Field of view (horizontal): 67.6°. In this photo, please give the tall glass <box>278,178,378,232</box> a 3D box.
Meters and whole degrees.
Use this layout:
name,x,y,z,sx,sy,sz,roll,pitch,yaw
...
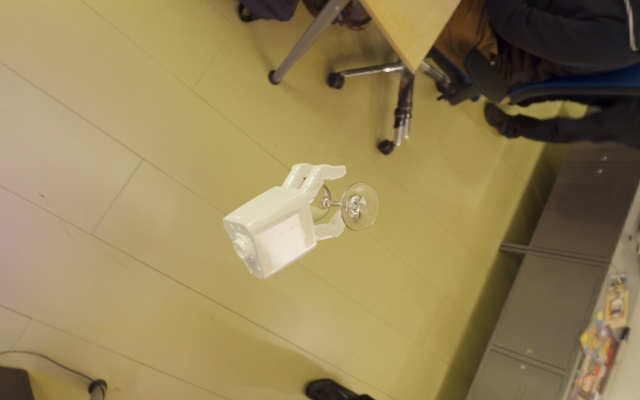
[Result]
name,x,y,z,sx,sy,sz,roll,pitch,yaw
tall glass,0.001,0.003,0.792,0.079,0.079,0.201,0,4,-36
